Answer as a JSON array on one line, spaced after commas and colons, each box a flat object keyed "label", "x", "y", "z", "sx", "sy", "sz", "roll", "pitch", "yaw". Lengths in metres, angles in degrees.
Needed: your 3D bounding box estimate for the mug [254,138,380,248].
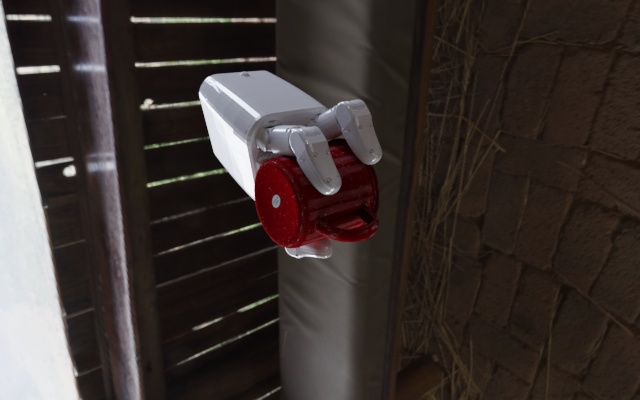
[{"label": "mug", "x": 0.001, "y": 0.002, "z": 0.427, "sx": 0.081, "sy": 0.093, "sz": 0.117, "roll": -16, "pitch": 42, "yaw": -36}]
